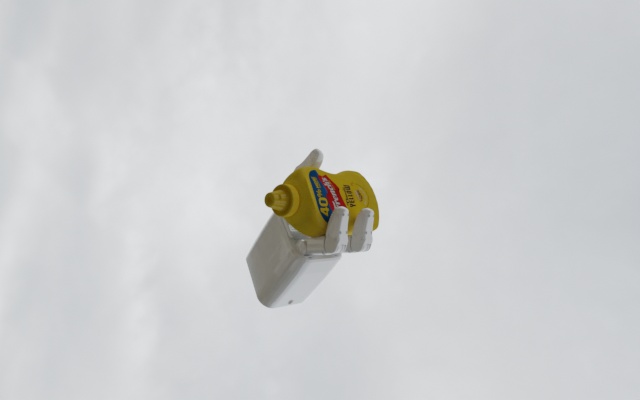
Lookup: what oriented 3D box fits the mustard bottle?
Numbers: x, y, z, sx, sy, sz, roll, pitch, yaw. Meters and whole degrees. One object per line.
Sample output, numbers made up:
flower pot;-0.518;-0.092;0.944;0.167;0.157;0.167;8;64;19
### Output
mustard bottle;0.000;0.002;0.644;0.058;0.096;0.191;-28;-19;37
